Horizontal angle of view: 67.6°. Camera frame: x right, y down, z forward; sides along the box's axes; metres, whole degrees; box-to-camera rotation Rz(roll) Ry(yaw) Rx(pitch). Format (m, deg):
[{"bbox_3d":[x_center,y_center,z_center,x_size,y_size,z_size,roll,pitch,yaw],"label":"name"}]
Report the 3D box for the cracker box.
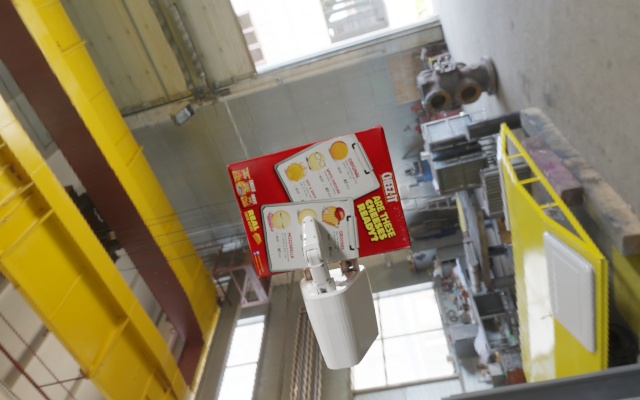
[{"bbox_3d":[0.000,0.002,0.656,0.214,0.164,0.072,-13,8,10],"label":"cracker box"}]
